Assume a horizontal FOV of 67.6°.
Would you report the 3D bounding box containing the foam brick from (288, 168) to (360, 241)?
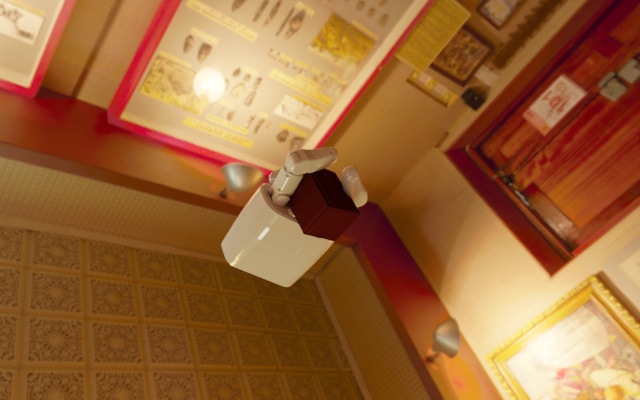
[{"bbox_3d":[0.000,0.002,0.571,0.053,0.051,0.078,18,32,-41],"label":"foam brick"}]
